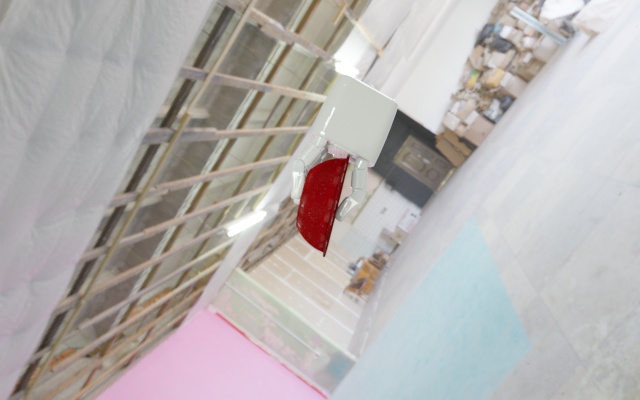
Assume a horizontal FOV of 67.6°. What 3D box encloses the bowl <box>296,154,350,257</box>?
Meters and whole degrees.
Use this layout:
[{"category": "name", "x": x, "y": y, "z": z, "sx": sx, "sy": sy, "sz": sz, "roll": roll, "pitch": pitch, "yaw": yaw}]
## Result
[{"category": "bowl", "x": -0.001, "y": 0.003, "z": 0.727, "sx": 0.055, "sy": 0.162, "sz": 0.162, "roll": 13, "pitch": 1, "yaw": 3}]
